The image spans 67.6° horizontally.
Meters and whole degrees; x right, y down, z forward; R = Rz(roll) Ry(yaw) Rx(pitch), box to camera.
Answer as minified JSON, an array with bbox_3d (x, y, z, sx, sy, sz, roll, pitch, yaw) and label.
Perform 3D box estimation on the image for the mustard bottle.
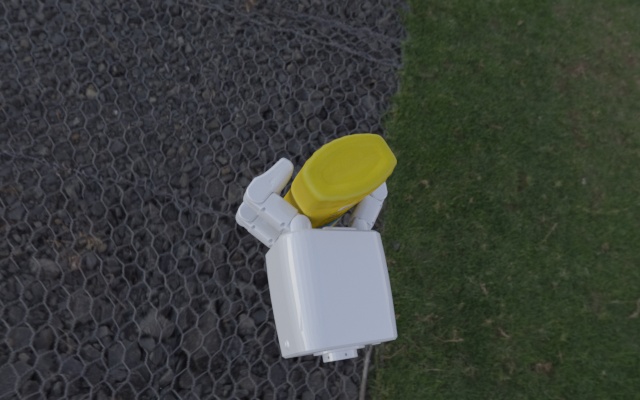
[{"bbox_3d":[0.000,0.001,0.504,0.096,0.058,0.192,-29,-9,-26],"label":"mustard bottle"}]
